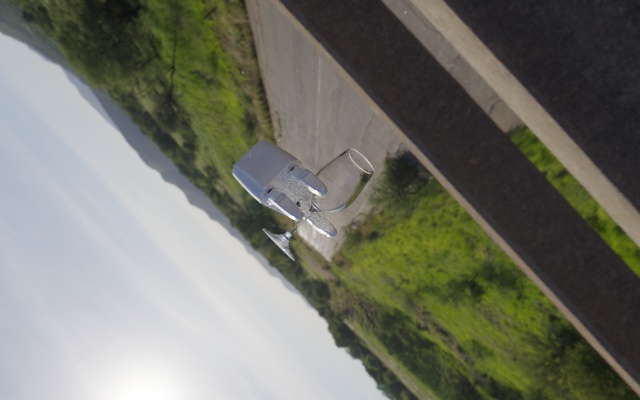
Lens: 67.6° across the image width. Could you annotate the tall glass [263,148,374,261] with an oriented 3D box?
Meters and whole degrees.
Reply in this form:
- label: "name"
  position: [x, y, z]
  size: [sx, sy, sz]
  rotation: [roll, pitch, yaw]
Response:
- label: "tall glass"
  position: [0.000, 0.003, 0.798]
  size: [0.201, 0.079, 0.079]
  rotation: [-45, 8, -9]
